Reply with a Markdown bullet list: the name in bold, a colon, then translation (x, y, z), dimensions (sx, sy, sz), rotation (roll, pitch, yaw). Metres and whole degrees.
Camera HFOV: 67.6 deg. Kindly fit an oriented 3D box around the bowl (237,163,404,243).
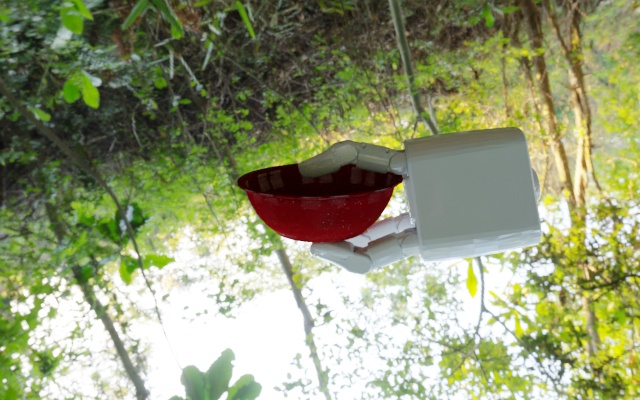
- **bowl**: translation (-0.001, 0.002, 0.474), dimensions (0.162, 0.055, 0.162), rotation (-1, 15, 0)
